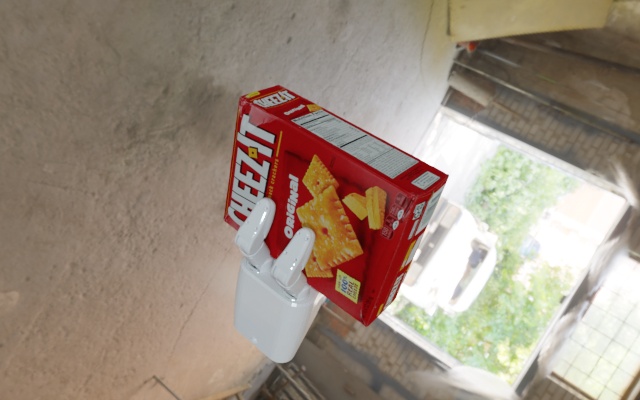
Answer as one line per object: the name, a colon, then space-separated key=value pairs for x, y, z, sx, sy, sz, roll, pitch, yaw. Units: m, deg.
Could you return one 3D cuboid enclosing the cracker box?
cracker box: x=0.000 y=0.002 z=0.495 sx=0.213 sy=0.164 sz=0.072 roll=32 pitch=37 yaw=24
